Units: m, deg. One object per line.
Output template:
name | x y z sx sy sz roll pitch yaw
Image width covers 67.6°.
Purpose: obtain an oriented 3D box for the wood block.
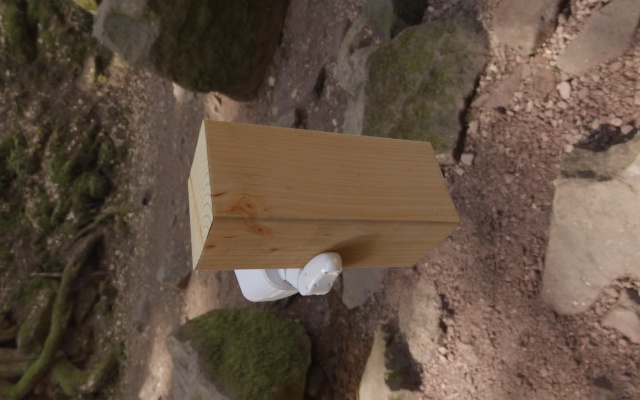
wood block | 0.000 0.002 0.410 0.206 0.090 0.090 2 -32 -23
